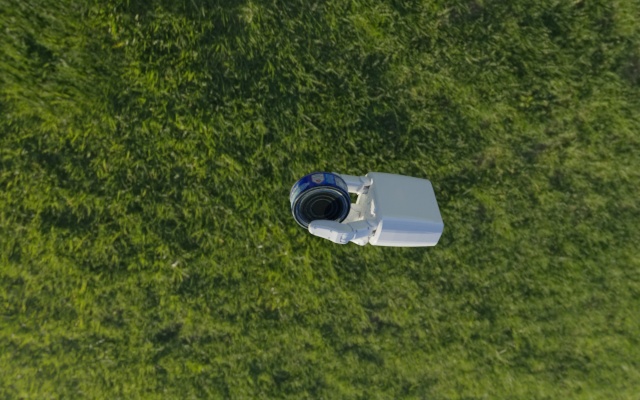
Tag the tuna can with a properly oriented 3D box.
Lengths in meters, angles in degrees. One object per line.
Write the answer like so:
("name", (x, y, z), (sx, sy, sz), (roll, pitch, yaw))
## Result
("tuna can", (0.000, 0.003, 0.681), (0.086, 0.086, 0.033), (0, 39, -9))
